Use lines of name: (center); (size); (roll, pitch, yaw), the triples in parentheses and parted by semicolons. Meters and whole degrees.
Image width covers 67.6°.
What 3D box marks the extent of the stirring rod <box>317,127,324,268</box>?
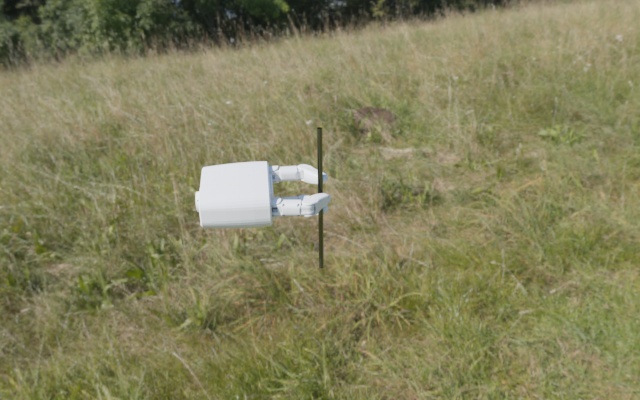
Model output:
stirring rod: (0.000, 0.003, 0.756); (0.011, 0.240, 0.011); (-1, 24, 0)
